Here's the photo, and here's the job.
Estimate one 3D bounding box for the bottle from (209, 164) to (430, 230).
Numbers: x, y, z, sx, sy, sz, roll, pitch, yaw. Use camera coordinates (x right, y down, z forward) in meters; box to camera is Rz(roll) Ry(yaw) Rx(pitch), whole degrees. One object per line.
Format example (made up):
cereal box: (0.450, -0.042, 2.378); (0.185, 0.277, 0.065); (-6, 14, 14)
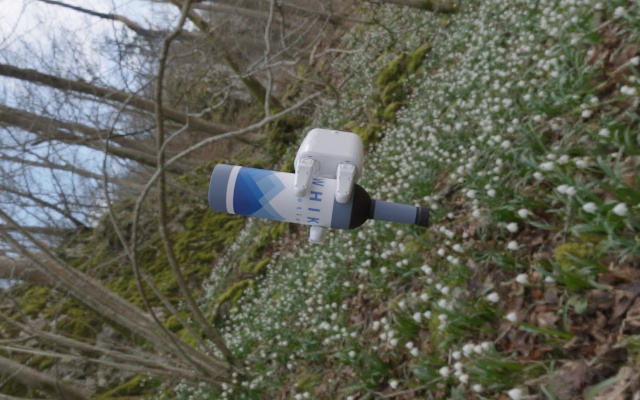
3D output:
bottle: (0.000, 0.002, 0.656); (0.296, 0.069, 0.069); (8, 0, 3)
